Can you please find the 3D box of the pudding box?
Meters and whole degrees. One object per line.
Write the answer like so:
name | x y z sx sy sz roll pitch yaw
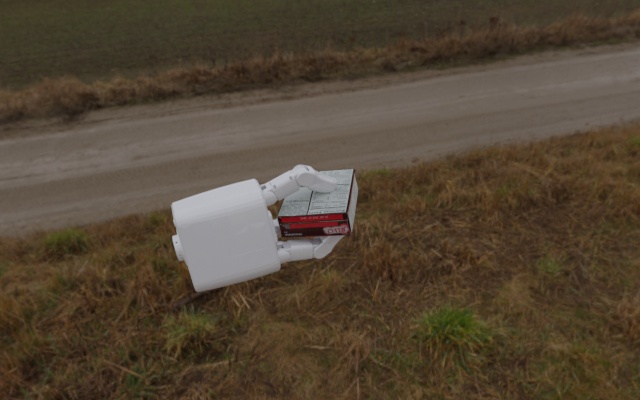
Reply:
pudding box | 0.000 0.002 0.621 0.090 0.039 0.113 -3 34 12
